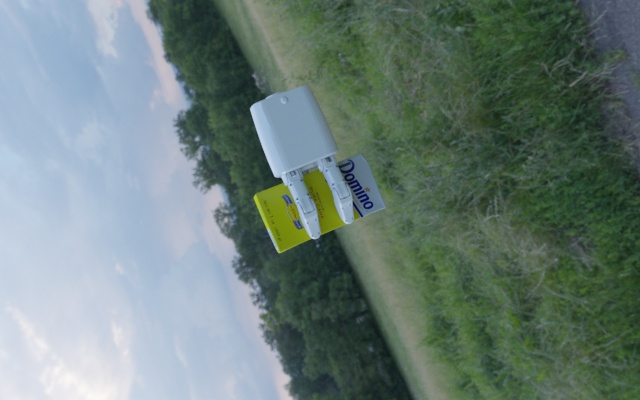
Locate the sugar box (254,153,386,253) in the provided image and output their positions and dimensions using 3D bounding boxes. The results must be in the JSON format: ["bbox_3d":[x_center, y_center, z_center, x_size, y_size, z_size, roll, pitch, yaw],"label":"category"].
[{"bbox_3d":[0.000,0.002,0.712,0.176,0.093,0.048,-23,-1,-12],"label":"sugar box"}]
